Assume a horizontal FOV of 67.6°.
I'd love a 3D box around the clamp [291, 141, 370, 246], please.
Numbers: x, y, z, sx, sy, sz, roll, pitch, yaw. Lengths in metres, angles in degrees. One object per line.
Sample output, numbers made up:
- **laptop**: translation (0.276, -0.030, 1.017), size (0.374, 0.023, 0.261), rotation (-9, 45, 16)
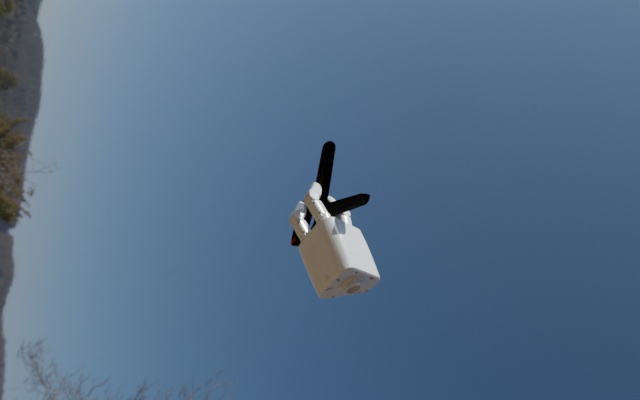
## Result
- **clamp**: translation (0.001, 0.004, 0.899), size (0.036, 0.164, 0.210), rotation (10, -47, -36)
